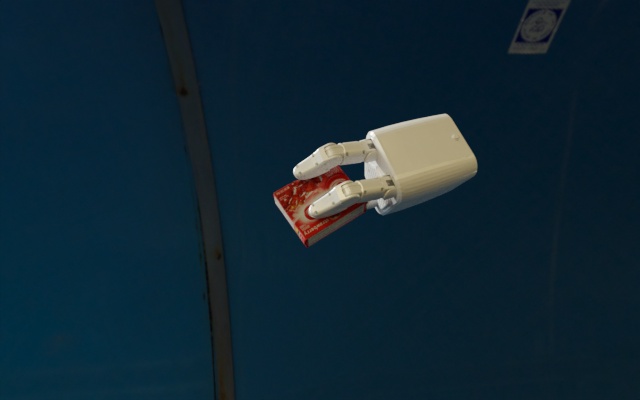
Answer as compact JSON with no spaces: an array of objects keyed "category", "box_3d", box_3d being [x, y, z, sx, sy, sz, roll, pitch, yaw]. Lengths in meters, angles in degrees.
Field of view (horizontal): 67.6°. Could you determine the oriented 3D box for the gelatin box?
[{"category":"gelatin box","box_3d":[0.000,0.002,0.572,0.089,0.073,0.030,-31,-24,-13]}]
